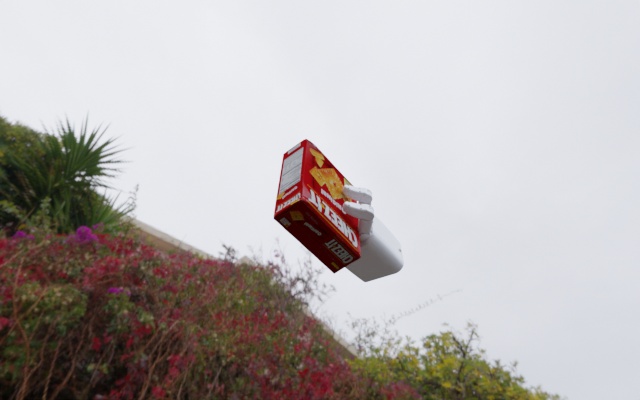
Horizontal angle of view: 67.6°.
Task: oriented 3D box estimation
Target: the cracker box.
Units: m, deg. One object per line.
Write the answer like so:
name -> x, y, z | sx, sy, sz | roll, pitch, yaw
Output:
cracker box -> 0.000, 0.003, 0.889 | 0.072, 0.164, 0.213 | -34, 28, 22
